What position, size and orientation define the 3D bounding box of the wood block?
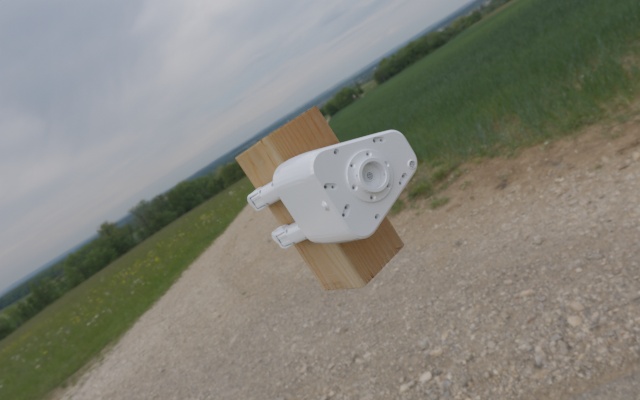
[{"bbox_3d":[0.000,0.002,0.596,0.090,0.206,0.090,-38,10,-33],"label":"wood block"}]
